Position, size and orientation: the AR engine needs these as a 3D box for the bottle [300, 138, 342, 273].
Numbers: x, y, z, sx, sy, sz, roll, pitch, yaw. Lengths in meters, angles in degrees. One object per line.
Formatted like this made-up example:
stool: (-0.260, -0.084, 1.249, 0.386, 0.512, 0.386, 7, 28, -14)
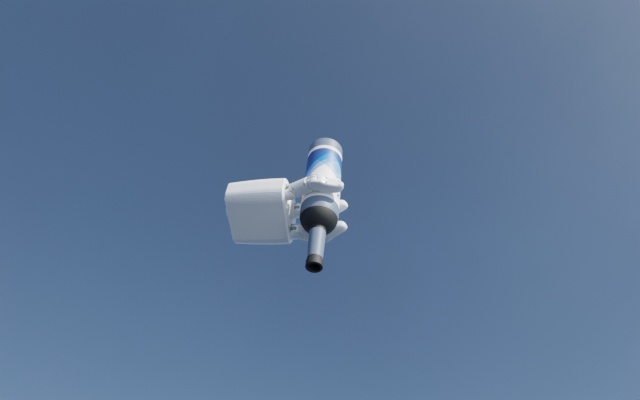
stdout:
bottle: (0.000, 0.003, 0.837, 0.069, 0.069, 0.295, 0, 43, 5)
